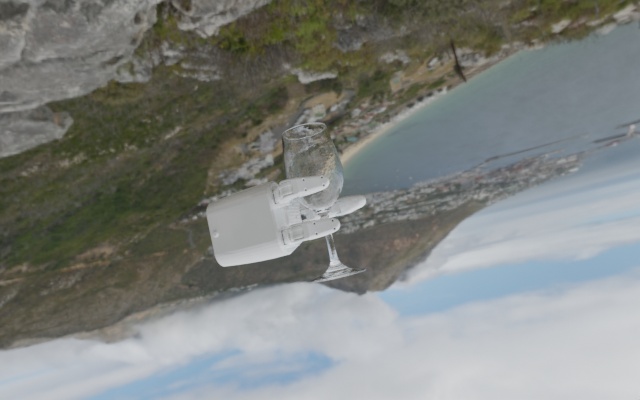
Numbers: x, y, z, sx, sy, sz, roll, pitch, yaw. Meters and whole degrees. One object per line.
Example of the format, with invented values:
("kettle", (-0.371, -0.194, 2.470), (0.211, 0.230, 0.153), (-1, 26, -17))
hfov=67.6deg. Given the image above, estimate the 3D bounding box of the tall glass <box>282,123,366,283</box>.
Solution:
("tall glass", (0.000, 0.003, 0.632), (0.079, 0.201, 0.079), (-13, -6, -1))
